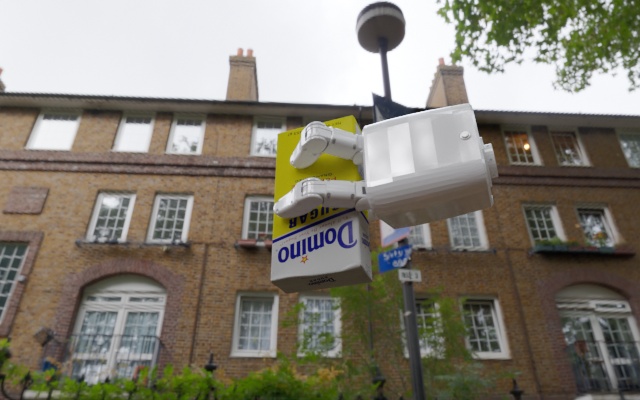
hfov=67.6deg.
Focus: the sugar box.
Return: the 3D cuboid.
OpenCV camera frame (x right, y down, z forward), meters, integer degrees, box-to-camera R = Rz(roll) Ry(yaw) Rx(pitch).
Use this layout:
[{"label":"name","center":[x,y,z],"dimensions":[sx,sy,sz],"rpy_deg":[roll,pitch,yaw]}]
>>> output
[{"label":"sugar box","center":[0.000,0.001,0.493],"dimensions":[0.093,0.176,0.048],"rpy_deg":[-12,-34,18]}]
